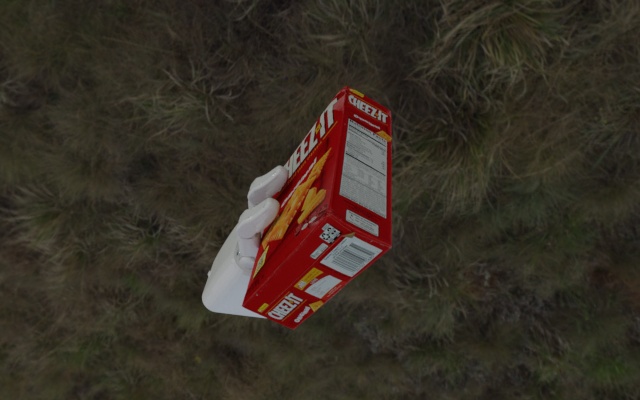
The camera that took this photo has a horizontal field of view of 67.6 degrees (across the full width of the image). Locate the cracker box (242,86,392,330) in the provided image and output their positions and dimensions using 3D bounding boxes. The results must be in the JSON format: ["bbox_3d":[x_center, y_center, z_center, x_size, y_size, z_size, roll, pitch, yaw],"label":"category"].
[{"bbox_3d":[0.000,0.002,0.508,0.072,0.213,0.164,28,-50,-17],"label":"cracker box"}]
